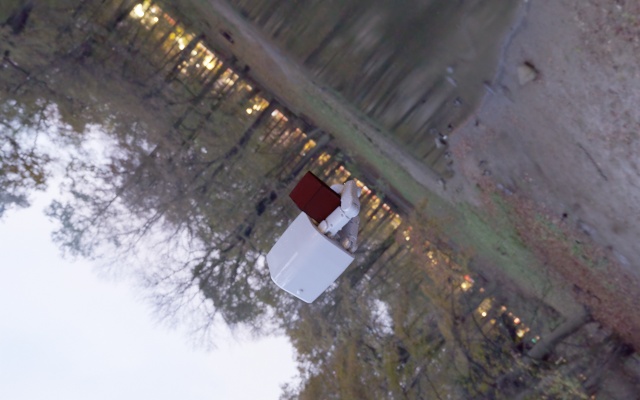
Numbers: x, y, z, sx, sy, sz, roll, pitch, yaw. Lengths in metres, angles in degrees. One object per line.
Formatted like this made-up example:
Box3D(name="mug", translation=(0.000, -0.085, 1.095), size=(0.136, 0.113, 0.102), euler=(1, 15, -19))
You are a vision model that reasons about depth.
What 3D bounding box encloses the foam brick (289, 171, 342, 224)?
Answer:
Box3D(name="foam brick", translation=(0.000, 0.002, 0.738), size=(0.078, 0.051, 0.053), euler=(38, 7, -37))
